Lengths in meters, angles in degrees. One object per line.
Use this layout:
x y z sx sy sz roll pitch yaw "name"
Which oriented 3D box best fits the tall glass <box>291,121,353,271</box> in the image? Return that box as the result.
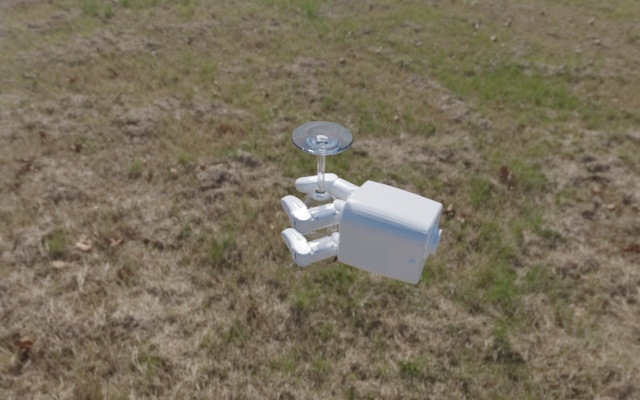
0.000 0.001 0.630 0.079 0.201 0.079 1 39 -1 "tall glass"
